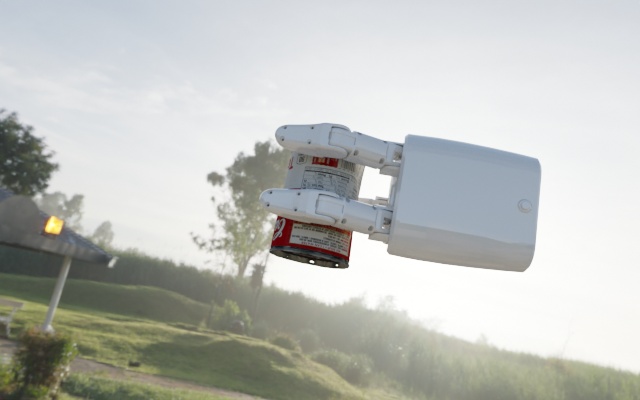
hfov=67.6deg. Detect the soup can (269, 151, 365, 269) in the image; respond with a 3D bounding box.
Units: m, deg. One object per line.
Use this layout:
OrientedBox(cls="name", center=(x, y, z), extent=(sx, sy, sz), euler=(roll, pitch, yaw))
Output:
OrientedBox(cls="soup can", center=(0.000, 0.001, 0.407), extent=(0.068, 0.102, 0.068), euler=(11, -14, 3))
